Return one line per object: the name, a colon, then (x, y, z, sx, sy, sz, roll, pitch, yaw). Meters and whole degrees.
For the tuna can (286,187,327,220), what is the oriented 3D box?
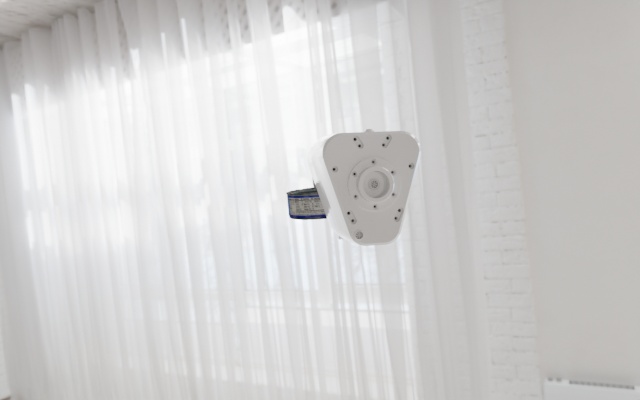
tuna can: (0.000, 0.003, 0.615, 0.086, 0.034, 0.086, -5, 6, 1)
